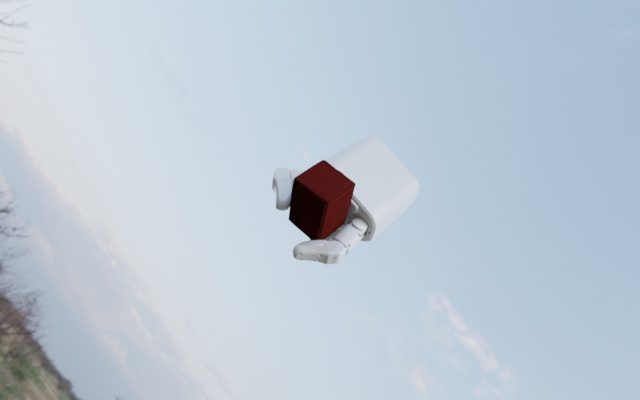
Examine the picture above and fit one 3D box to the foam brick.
[{"bbox_3d":[0.000,0.002,0.566,0.053,0.078,0.051,40,54,22],"label":"foam brick"}]
